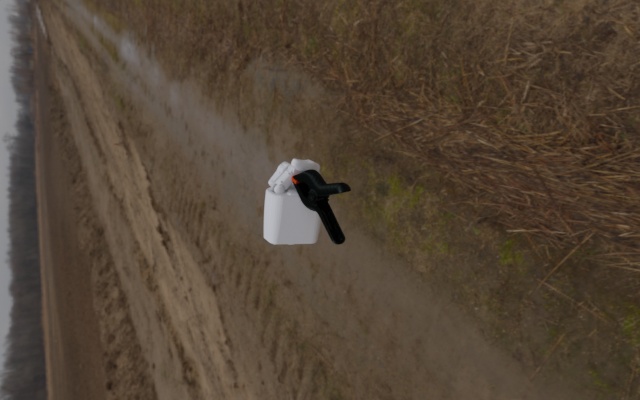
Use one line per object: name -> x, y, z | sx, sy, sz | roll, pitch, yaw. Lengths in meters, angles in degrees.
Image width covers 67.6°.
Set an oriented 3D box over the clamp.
clamp -> 0.000, 0.003, 0.879 | 0.039, 0.120, 0.171 | -7, 23, -29
